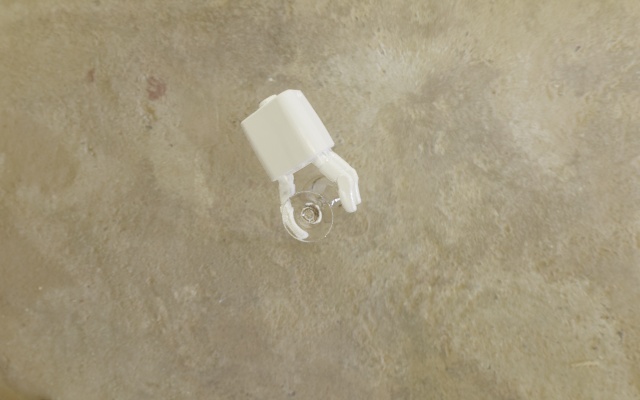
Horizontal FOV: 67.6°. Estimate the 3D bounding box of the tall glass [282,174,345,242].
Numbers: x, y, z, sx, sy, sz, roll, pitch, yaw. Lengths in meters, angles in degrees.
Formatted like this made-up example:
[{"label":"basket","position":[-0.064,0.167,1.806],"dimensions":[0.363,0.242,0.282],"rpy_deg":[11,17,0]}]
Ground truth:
[{"label":"tall glass","position":[0.000,0.003,0.763],"dimensions":[0.079,0.079,0.201],"rpy_deg":[0,11,11]}]
